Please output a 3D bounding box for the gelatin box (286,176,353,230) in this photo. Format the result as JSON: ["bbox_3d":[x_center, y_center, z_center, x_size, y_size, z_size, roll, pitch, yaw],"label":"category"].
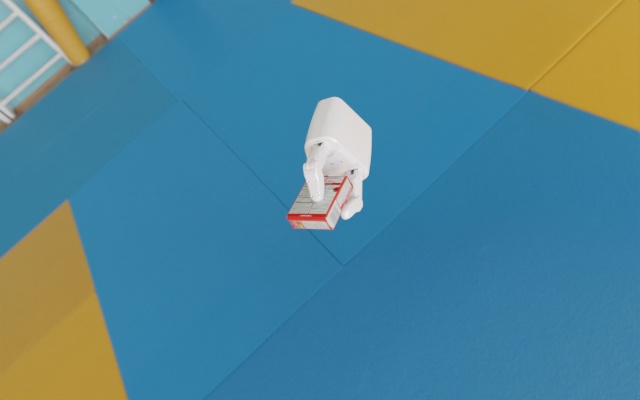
[{"bbox_3d":[0.000,0.002,0.722,0.073,0.089,0.030,0,-43,34],"label":"gelatin box"}]
